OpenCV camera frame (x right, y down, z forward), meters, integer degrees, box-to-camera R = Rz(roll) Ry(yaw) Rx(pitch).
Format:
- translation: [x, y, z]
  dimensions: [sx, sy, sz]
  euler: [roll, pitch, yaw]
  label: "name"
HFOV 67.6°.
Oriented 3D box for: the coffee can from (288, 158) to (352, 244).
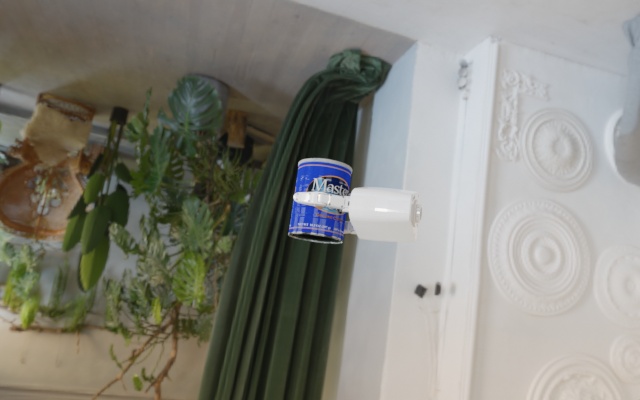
- translation: [0.000, 0.003, 0.890]
  dimensions: [0.103, 0.140, 0.103]
  euler: [8, -12, 2]
  label: "coffee can"
